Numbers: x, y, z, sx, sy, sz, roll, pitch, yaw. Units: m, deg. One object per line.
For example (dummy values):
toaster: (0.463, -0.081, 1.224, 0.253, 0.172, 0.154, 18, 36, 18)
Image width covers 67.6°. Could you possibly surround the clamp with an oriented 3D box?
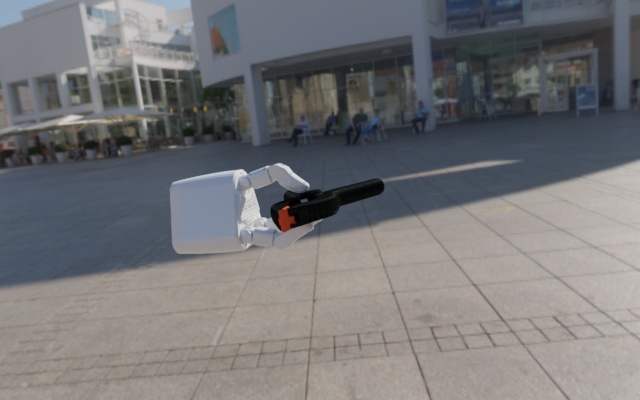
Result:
clamp: (0.000, 0.002, 0.664, 0.164, 0.036, 0.210, -9, 8, 14)
